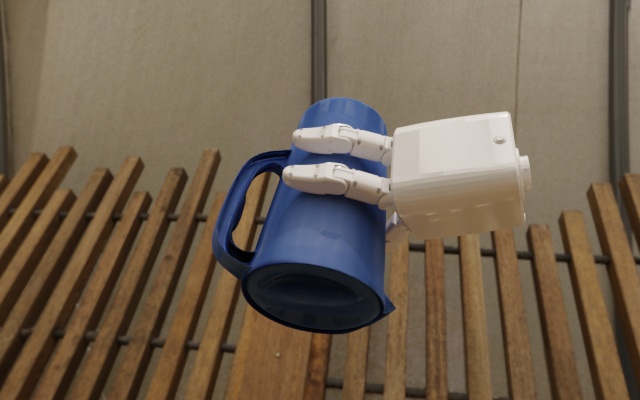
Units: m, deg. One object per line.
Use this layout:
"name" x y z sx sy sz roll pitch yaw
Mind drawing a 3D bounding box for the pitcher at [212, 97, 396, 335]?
"pitcher" 0.000 0.002 0.503 0.145 0.242 0.149 -9 -42 23
